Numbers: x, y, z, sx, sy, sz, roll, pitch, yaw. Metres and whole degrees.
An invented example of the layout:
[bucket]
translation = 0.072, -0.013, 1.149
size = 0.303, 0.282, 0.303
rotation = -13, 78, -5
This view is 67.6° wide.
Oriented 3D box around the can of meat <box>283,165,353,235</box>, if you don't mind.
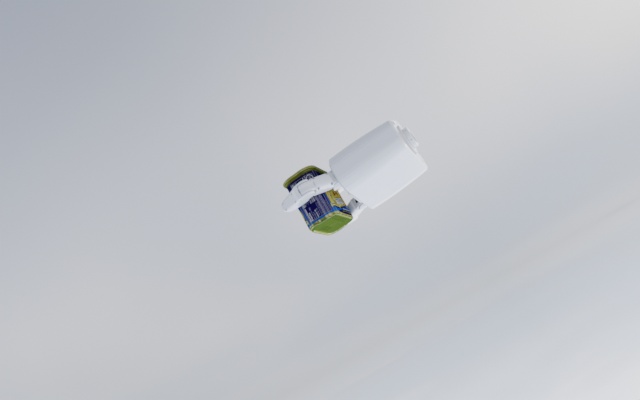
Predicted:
[can of meat]
translation = 0.000, 0.003, 0.723
size = 0.057, 0.084, 0.102
rotation = -34, -18, 15
